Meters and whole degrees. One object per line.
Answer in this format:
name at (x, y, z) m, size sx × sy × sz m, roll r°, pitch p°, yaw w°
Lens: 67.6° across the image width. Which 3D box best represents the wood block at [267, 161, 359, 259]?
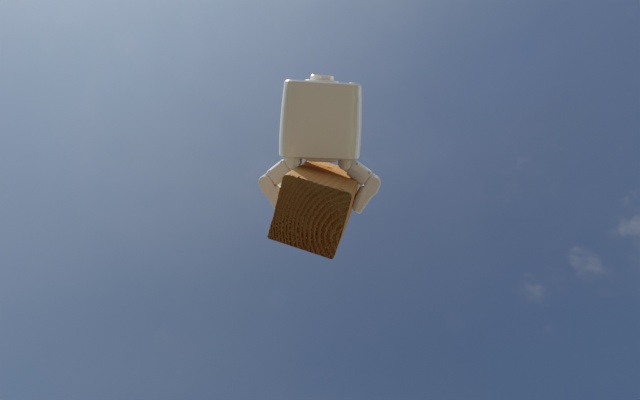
wood block at (0.001, 0.002, 0.689) m, size 0.091 × 0.090 × 0.206 m, roll 17°, pitch 13°, yaw 5°
